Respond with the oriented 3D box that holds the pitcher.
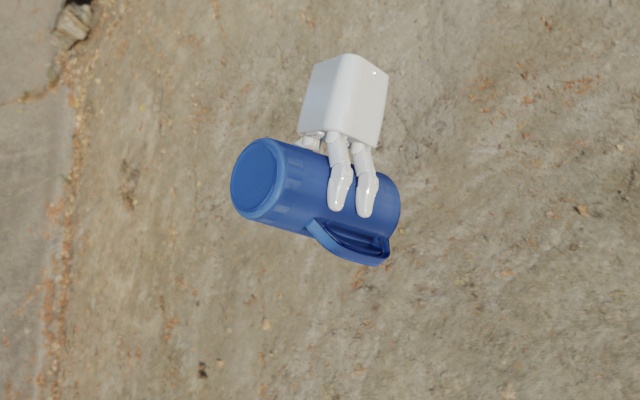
[{"bbox_3d":[0.000,0.002,0.678,0.149,0.145,0.243,10,-4,45],"label":"pitcher"}]
